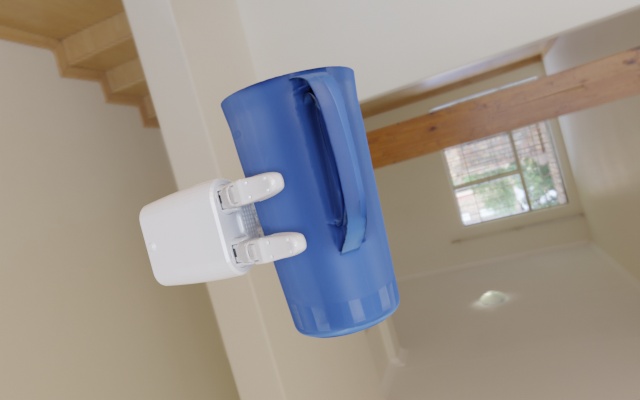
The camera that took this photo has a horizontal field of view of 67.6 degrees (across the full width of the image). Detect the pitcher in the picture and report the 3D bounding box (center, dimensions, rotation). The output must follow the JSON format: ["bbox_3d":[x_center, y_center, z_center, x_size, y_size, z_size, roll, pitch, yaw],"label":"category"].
[{"bbox_3d":[0.000,0.002,0.460,0.145,0.243,0.149,-14,2,26],"label":"pitcher"}]
